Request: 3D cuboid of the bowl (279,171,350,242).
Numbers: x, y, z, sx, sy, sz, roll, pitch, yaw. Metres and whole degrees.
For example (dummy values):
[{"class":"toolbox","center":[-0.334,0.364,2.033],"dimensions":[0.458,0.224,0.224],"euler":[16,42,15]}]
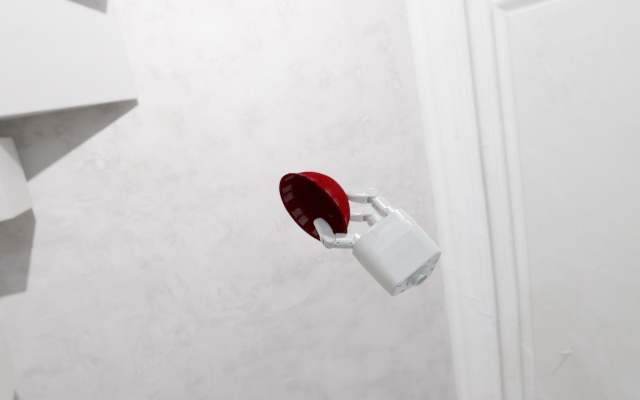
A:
[{"class":"bowl","center":[-0.001,0.002,0.876],"dimensions":[0.162,0.162,0.055],"euler":[0,36,50]}]
